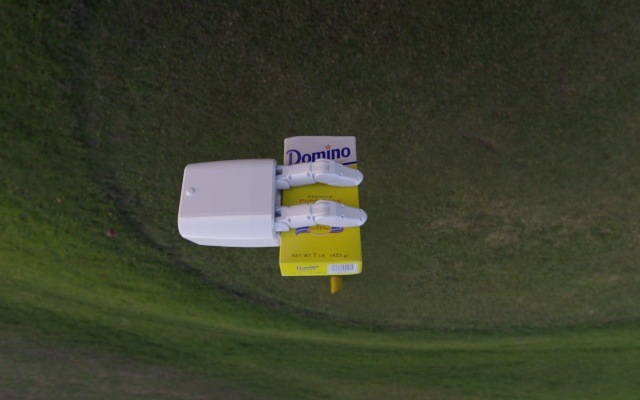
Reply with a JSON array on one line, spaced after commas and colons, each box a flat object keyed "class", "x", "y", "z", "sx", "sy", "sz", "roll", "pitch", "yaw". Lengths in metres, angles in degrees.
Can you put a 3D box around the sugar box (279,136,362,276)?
[{"class": "sugar box", "x": 0.000, "y": 0.002, "z": 0.578, "sx": 0.093, "sy": 0.176, "sz": 0.048, "roll": -1, "pitch": -28, "yaw": -1}]
